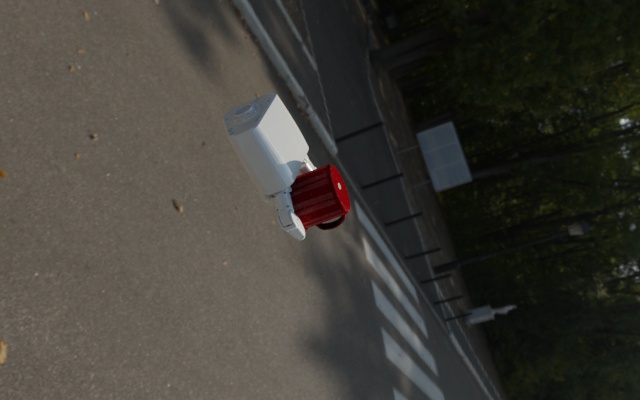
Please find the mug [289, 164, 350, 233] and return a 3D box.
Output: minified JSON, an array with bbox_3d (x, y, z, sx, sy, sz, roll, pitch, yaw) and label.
[{"bbox_3d":[0.001,0.003,0.749,0.081,0.117,0.093,-20,36,15],"label":"mug"}]
